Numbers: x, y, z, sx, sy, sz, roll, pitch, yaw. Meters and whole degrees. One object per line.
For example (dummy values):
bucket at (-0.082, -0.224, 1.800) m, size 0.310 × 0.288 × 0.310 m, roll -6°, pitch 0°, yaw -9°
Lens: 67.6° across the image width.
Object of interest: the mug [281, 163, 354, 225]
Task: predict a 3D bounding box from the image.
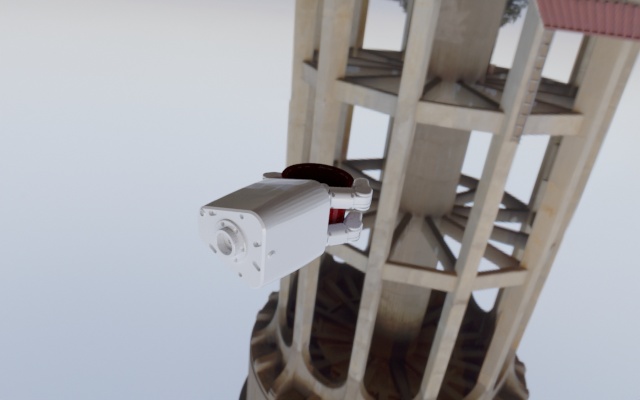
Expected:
mug at (0.001, 0.002, 0.633) m, size 0.093 × 0.081 × 0.117 m, roll 24°, pitch 30°, yaw 32°
